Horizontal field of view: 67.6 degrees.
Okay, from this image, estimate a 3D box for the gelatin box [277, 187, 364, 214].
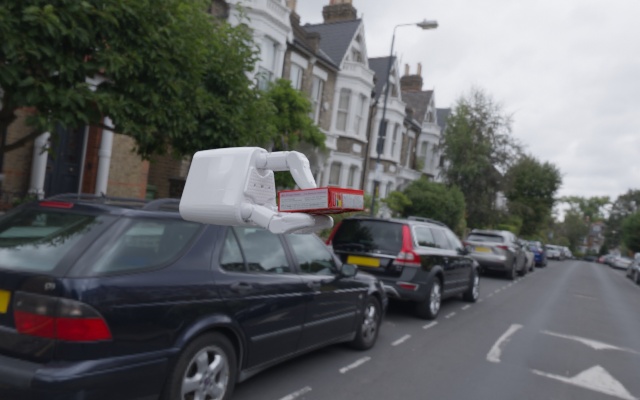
[{"bbox_3d":[0.000,0.002,0.617,0.089,0.030,0.073,-5,-7,39],"label":"gelatin box"}]
